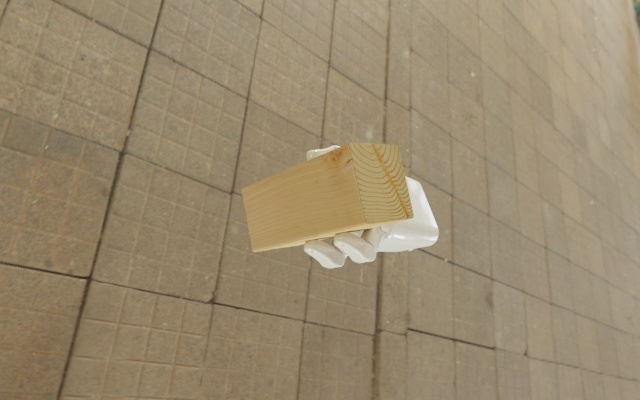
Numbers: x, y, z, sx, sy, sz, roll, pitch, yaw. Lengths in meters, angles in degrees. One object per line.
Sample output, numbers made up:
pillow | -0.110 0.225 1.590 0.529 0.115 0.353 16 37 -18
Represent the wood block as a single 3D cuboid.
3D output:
wood block | 0.000 0.002 0.600 0.090 0.091 0.206 -4 -10 -44
